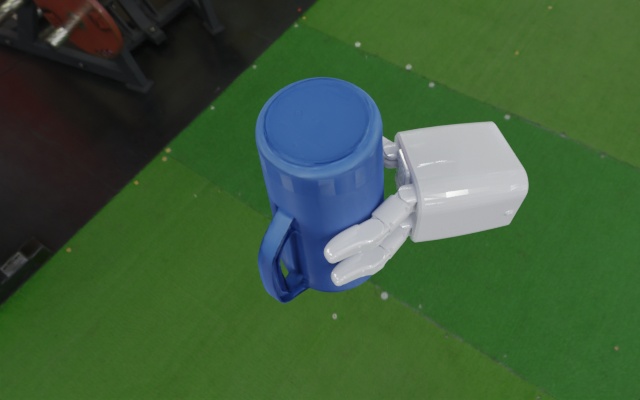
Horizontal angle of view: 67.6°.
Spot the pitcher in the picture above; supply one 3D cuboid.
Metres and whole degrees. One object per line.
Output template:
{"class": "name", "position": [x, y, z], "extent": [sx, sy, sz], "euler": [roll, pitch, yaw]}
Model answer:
{"class": "pitcher", "position": [0.000, 0.002, 0.493], "extent": [0.145, 0.149, 0.243], "euler": [-8, -30, 1]}
